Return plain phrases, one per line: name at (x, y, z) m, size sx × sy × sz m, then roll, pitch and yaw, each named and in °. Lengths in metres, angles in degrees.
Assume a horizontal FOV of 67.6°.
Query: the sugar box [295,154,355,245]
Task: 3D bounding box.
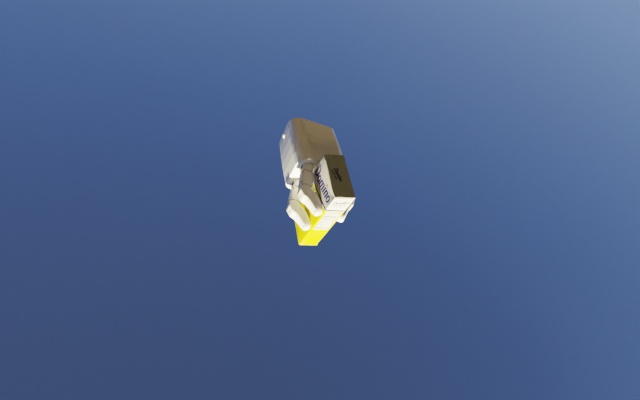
sugar box at (0.000, 0.003, 0.877) m, size 0.048 × 0.093 × 0.176 m, roll 0°, pitch -32°, yaw -23°
